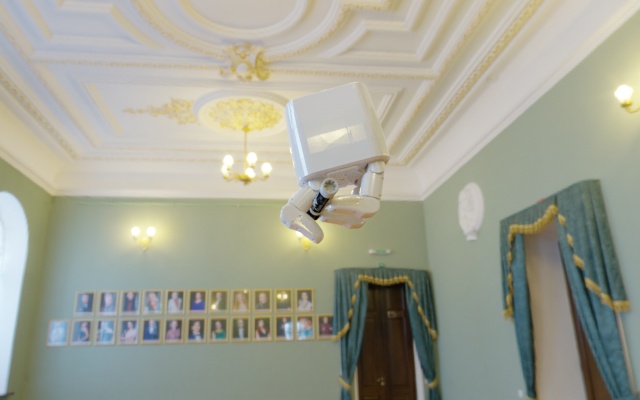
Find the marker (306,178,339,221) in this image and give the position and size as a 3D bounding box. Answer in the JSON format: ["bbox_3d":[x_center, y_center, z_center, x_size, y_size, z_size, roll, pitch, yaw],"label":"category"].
[{"bbox_3d":[0.000,0.002,0.568,0.020,0.020,0.121,0,-17,-11],"label":"marker"}]
